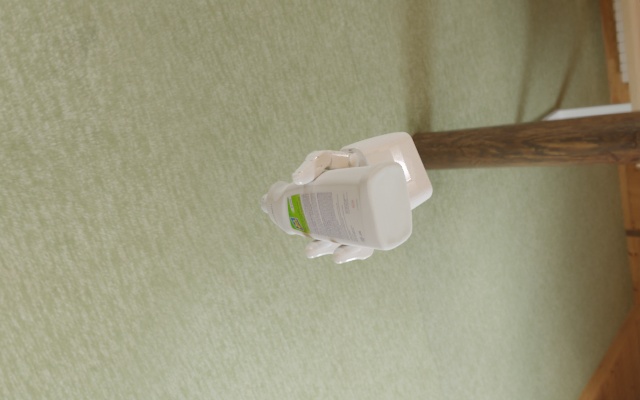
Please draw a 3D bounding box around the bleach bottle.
[{"bbox_3d":[0.000,0.002,0.629,0.068,0.102,0.251,-23,17,-38],"label":"bleach bottle"}]
